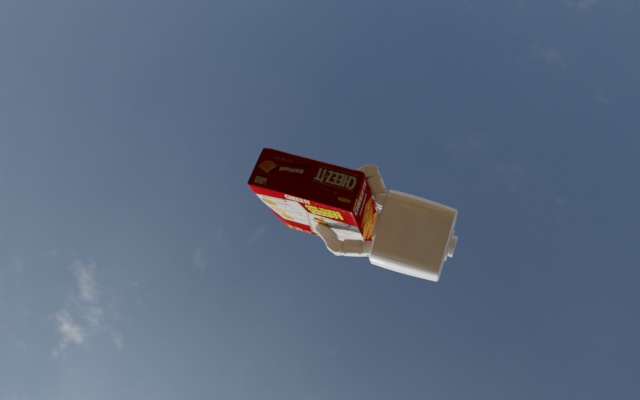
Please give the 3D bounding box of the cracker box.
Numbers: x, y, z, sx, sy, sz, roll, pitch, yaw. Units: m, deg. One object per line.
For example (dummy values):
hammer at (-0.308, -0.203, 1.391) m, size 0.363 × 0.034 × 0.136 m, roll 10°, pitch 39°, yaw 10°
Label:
cracker box at (0.000, 0.003, 0.771) m, size 0.164 × 0.072 × 0.214 m, roll 15°, pitch -16°, yaw 17°
